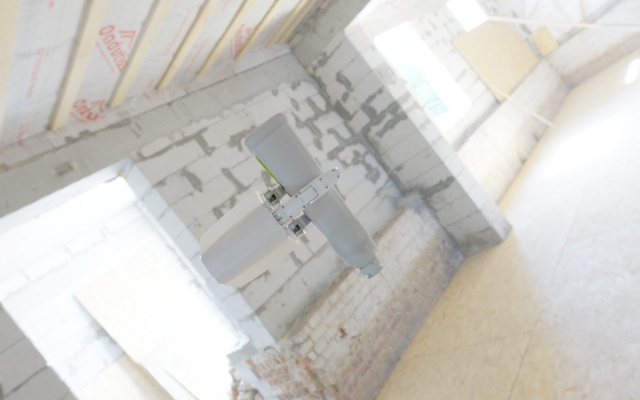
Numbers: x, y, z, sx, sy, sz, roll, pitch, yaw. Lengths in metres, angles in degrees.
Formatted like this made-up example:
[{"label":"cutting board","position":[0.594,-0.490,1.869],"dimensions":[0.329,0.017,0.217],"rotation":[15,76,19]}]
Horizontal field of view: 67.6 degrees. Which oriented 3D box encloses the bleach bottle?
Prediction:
[{"label":"bleach bottle","position":[0.000,0.002,0.653],"dimensions":[0.068,0.251,0.102],"rotation":[-38,2,-2]}]
